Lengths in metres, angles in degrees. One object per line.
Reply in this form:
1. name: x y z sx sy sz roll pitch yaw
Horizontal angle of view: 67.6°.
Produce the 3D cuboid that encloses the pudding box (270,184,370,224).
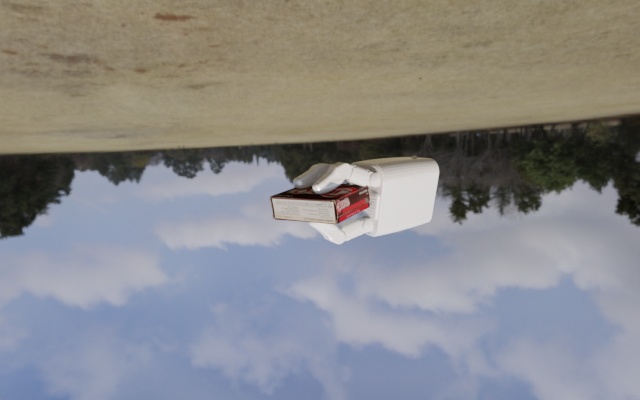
1. pudding box: 0.000 0.002 0.675 0.113 0.039 0.090 1 13 35
